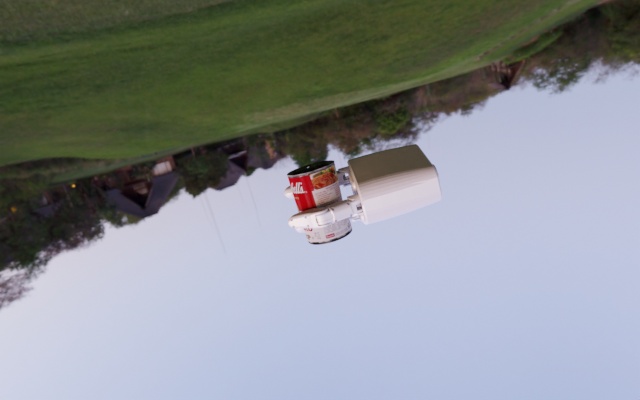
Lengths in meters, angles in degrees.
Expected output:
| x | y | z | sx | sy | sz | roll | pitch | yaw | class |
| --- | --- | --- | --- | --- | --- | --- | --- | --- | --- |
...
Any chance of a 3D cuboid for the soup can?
| x | y | z | sx | sy | sz | roll | pitch | yaw | class |
| --- | --- | --- | --- | --- | --- | --- | --- | --- | --- |
| 0.000 | 0.003 | 0.665 | 0.068 | 0.102 | 0.068 | -15 | 13 | 4 | soup can |
